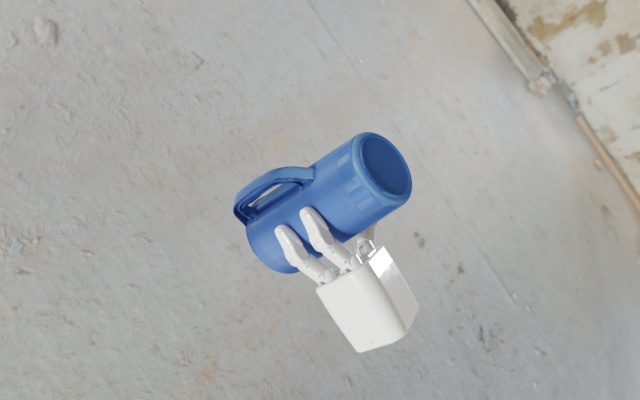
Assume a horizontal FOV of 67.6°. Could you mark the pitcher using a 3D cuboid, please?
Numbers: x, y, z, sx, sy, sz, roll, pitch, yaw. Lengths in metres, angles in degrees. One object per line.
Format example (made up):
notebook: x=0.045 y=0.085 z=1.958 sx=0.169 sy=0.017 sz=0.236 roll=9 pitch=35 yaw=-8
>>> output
pitcher: x=0.000 y=0.002 z=0.677 sx=0.243 sy=0.145 sz=0.149 roll=-34 pitch=-5 yaw=42
